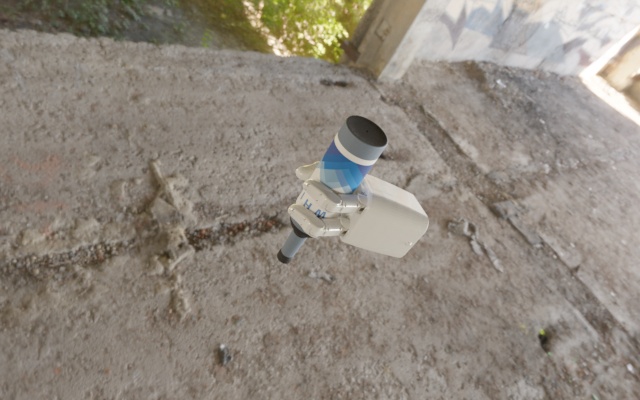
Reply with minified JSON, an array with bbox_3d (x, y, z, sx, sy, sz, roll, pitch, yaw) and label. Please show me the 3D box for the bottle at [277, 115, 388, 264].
[{"bbox_3d":[0.000,0.002,0.739,0.069,0.069,0.296,0,-41,-35],"label":"bottle"}]
